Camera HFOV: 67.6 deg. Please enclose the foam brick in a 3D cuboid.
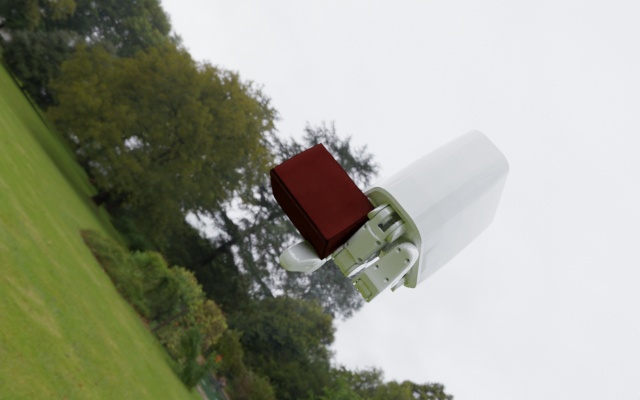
[{"bbox_3d":[0.000,0.001,0.406,0.051,0.078,0.053,-33,-17,-16],"label":"foam brick"}]
